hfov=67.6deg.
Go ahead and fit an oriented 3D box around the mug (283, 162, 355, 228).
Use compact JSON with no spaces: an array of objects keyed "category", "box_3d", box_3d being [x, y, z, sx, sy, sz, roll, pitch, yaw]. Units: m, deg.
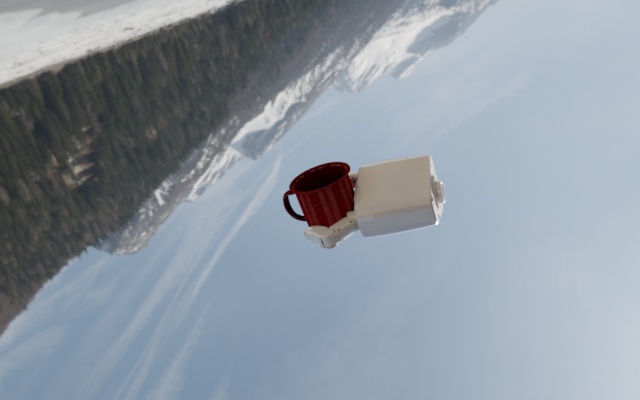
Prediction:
[{"category":"mug","box_3d":[-0.001,0.003,0.704,0.117,0.081,0.093,-11,26,21]}]
